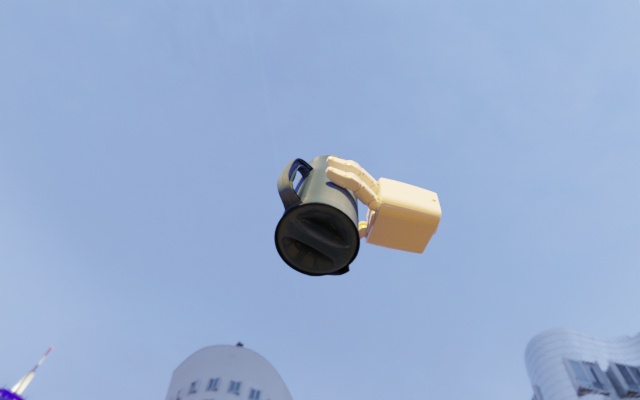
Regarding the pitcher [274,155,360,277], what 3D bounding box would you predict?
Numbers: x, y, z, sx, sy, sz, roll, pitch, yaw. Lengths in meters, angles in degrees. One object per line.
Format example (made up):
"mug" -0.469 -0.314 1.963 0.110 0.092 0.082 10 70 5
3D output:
"pitcher" 0.000 0.003 0.827 0.145 0.149 0.242 12 28 0
